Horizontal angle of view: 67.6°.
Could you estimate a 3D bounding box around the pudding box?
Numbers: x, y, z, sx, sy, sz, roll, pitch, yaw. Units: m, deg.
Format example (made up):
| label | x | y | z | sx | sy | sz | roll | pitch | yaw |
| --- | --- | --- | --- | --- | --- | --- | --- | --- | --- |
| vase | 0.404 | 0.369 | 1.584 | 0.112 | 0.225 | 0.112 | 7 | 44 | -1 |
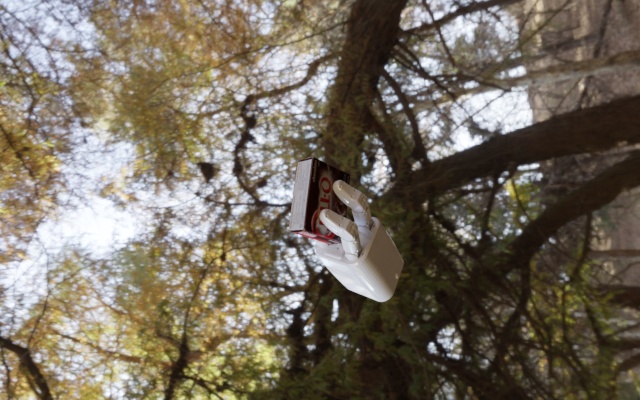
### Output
| label | x | y | z | sx | sy | sz | roll | pitch | yaw |
| --- | --- | --- | --- | --- | --- | --- | --- | --- | --- |
| pudding box | 0.000 | 0.002 | 0.713 | 0.039 | 0.113 | 0.090 | -8 | -20 | 39 |
